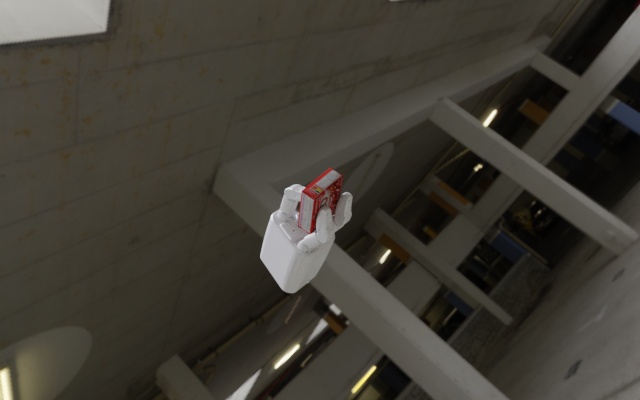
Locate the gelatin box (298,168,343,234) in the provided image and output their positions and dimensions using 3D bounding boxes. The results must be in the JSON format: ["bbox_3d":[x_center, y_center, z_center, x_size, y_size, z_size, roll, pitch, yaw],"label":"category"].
[{"bbox_3d":[0.000,0.002,0.768,0.030,0.089,0.073,34,52,22],"label":"gelatin box"}]
